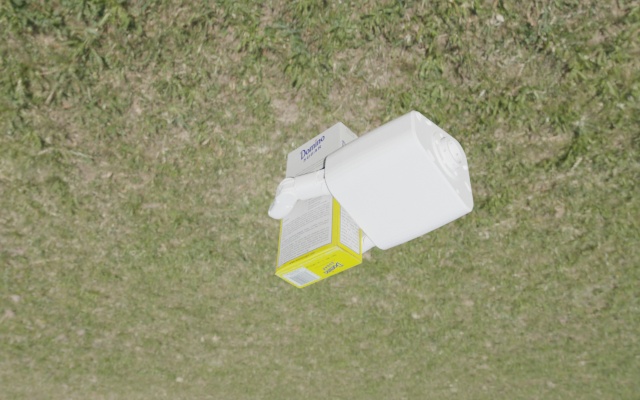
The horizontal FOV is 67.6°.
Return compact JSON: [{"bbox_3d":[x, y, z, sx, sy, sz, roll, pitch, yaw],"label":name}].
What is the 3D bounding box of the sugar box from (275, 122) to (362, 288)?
[{"bbox_3d":[0.001,0.002,0.544,0.093,0.176,0.048,-27,-49,34],"label":"sugar box"}]
